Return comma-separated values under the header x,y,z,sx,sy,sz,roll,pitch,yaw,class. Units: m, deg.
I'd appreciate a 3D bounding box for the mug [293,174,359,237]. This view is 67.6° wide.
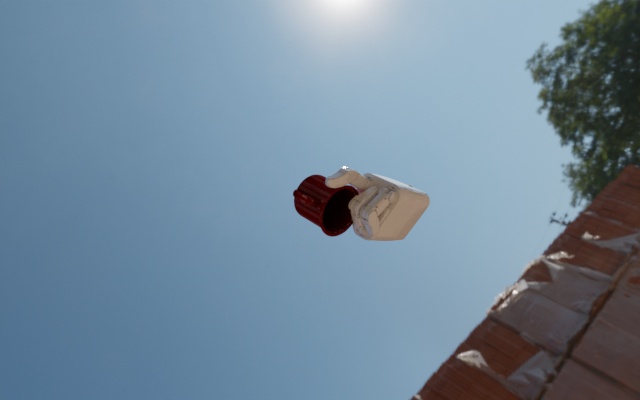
x,y,z,sx,sy,sz,roll,pitch,yaw,class
-0.001,0.002,0.819,0.117,0.093,0.081,11,13,-47,mug
